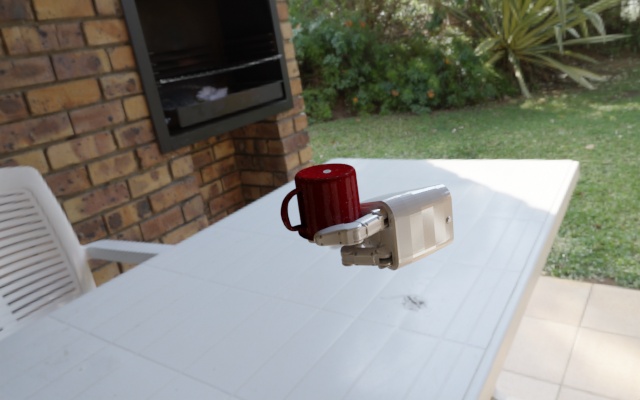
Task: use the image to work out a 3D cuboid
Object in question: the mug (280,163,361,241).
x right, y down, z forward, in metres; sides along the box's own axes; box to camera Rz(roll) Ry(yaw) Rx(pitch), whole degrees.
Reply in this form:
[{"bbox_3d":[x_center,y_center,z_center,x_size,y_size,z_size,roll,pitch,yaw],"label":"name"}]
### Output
[{"bbox_3d":[-0.001,0.002,0.626,0.117,0.081,0.093,-17,20,-26],"label":"mug"}]
